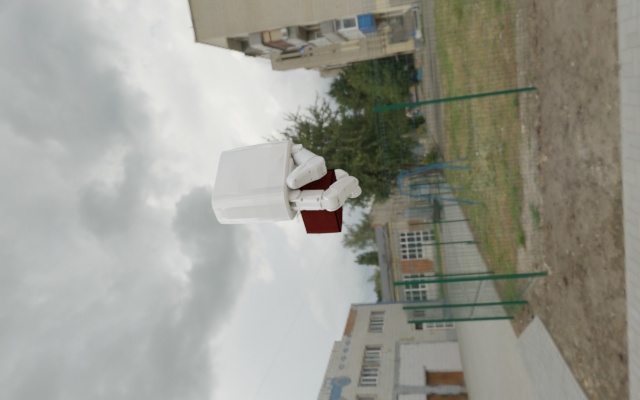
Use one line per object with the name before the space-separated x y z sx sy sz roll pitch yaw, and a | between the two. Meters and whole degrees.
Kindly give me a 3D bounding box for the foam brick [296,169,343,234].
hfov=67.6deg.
foam brick | 0.000 0.002 0.678 0.051 0.078 0.053 -6 37 11
